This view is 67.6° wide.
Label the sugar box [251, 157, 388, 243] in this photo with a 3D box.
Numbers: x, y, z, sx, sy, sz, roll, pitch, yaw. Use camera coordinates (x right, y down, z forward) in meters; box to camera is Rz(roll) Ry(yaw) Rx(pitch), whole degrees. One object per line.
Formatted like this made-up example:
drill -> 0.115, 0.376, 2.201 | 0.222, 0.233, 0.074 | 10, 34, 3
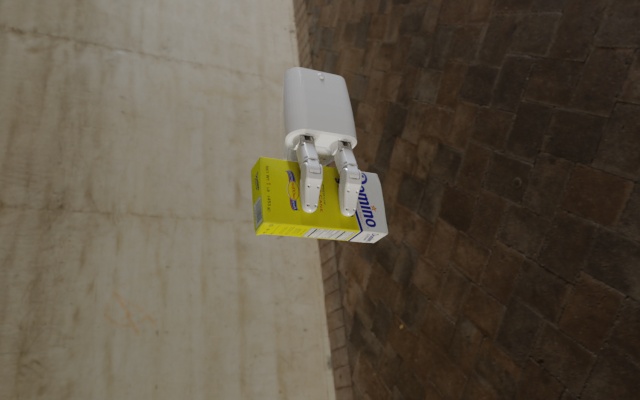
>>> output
sugar box -> 0.000, 0.002, 0.625 | 0.176, 0.093, 0.048 | 4, -26, -24
